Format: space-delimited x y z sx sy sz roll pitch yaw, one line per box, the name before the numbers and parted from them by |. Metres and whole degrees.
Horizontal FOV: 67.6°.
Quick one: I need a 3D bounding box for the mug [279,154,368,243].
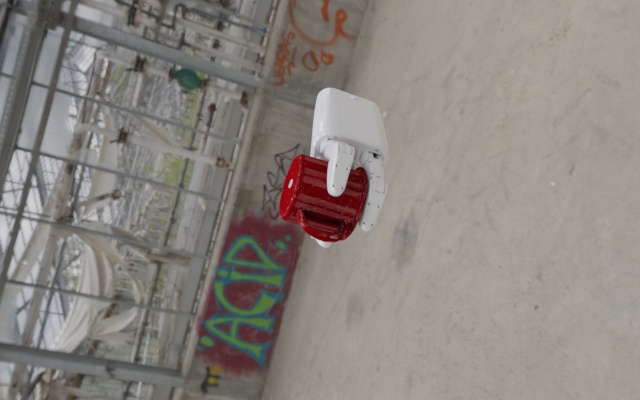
mug | 0.000 0.003 0.562 0.081 0.117 0.093 16 -47 -15
